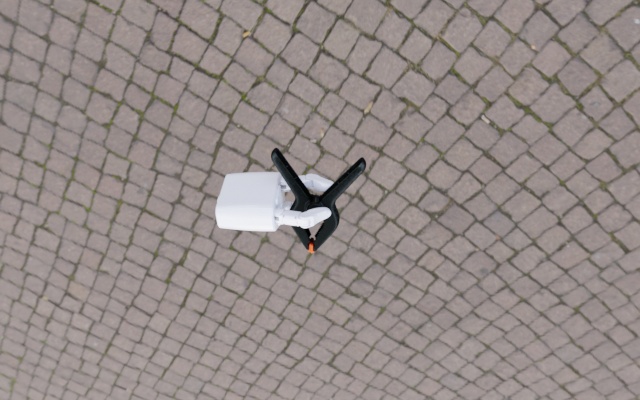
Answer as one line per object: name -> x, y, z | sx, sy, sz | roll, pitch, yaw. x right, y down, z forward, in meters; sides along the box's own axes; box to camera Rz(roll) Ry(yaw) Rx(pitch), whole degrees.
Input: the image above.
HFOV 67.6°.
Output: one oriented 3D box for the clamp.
clamp -> 0.000, 0.004, 0.864 | 0.164, 0.210, 0.036 | 1, 30, 7
